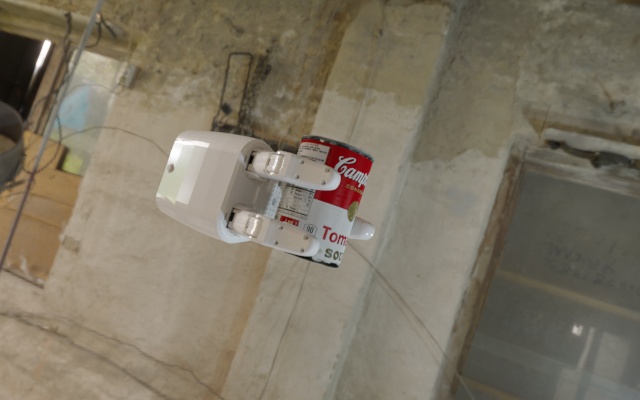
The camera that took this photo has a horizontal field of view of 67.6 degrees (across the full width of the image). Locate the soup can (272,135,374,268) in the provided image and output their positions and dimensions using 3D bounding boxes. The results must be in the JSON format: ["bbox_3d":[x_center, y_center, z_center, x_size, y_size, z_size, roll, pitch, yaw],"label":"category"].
[{"bbox_3d":[0.000,0.002,0.423,0.068,0.102,0.068,18,-4,1],"label":"soup can"}]
